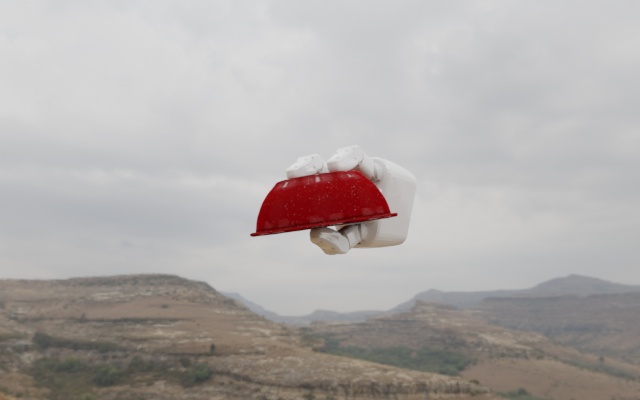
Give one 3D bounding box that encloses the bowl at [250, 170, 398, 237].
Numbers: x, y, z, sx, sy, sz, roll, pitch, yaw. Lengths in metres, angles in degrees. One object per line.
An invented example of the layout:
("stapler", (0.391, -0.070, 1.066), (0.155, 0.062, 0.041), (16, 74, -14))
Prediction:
("bowl", (0.000, 0.001, 0.519), (0.162, 0.055, 0.162), (-8, -2, 0))
